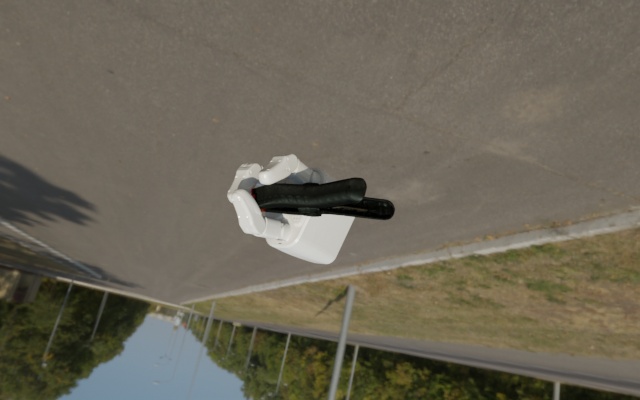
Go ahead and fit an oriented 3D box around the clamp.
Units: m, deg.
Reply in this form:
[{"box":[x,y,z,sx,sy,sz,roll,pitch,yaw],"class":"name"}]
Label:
[{"box":[0.000,0.002,0.556,0.171,0.039,0.120,1,-18,33],"class":"clamp"}]
